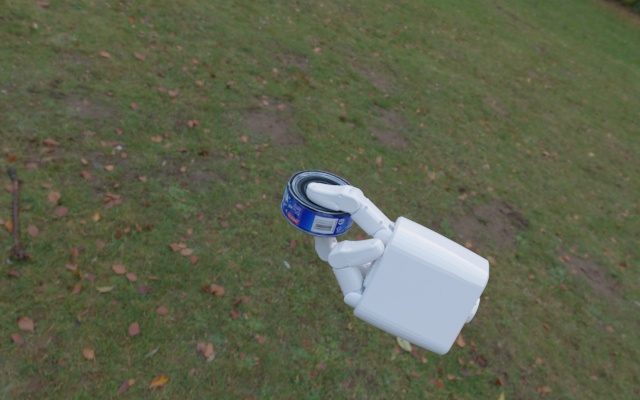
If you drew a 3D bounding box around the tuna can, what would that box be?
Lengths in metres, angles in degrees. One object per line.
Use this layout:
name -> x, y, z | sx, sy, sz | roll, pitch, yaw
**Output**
tuna can -> 0.000, 0.001, 0.543 | 0.086, 0.034, 0.086 | 12, 35, -9
